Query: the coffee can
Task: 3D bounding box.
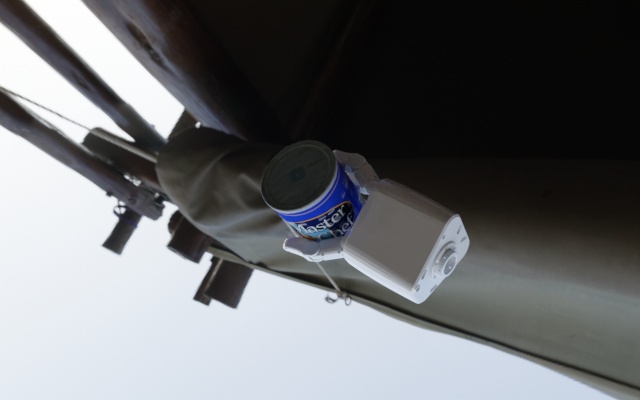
[{"bbox_3d":[0.000,0.002,0.633,0.103,0.102,0.140,0,-29,28],"label":"coffee can"}]
